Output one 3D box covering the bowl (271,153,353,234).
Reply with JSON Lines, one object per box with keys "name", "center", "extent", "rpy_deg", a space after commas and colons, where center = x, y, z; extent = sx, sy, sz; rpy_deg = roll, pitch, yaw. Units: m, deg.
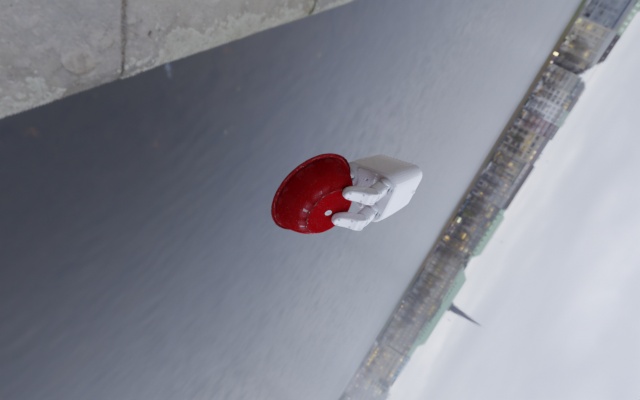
{"name": "bowl", "center": [-0.001, 0.003, 0.794], "extent": [0.162, 0.162, 0.055], "rpy_deg": [0, 38, -45]}
